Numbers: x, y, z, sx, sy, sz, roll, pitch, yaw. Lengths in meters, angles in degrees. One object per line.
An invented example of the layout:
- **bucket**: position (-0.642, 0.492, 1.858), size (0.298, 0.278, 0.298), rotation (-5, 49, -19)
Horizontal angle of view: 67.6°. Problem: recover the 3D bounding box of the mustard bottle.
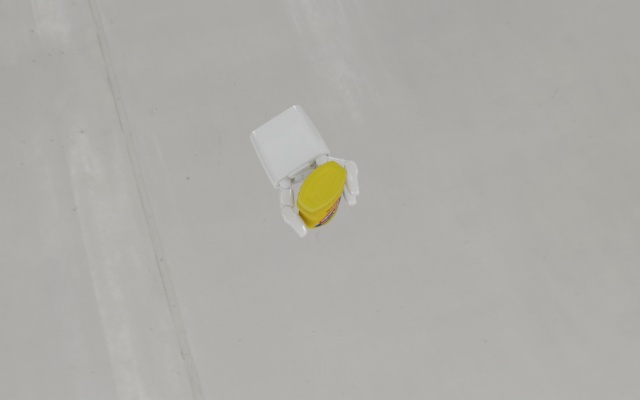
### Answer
- **mustard bottle**: position (0.000, 0.003, 0.842), size (0.058, 0.096, 0.192), rotation (37, -14, 8)
